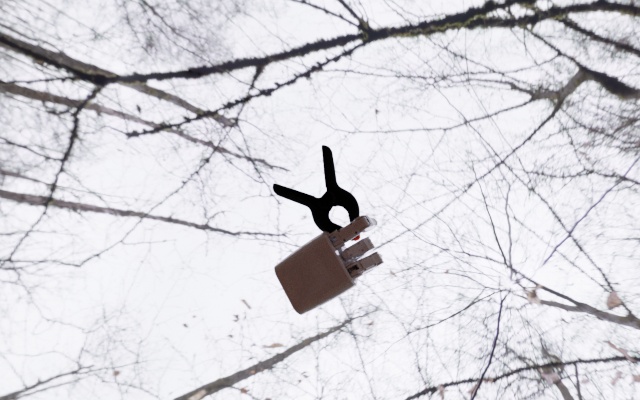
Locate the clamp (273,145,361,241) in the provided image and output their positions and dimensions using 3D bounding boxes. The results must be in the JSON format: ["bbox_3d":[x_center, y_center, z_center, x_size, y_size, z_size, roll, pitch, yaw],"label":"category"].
[{"bbox_3d":[0.000,0.003,0.795,0.120,0.171,0.039,-32,-19,7],"label":"clamp"}]
